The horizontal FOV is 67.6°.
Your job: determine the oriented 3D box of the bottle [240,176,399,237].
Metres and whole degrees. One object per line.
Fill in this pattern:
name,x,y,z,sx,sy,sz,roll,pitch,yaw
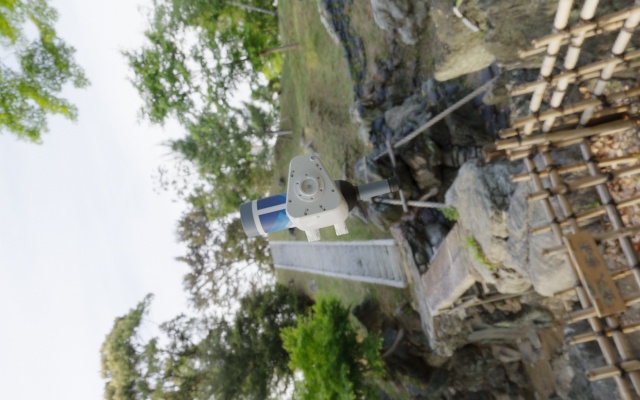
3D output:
bottle,0.000,0.003,0.894,0.296,0.069,0.069,-14,-1,4
